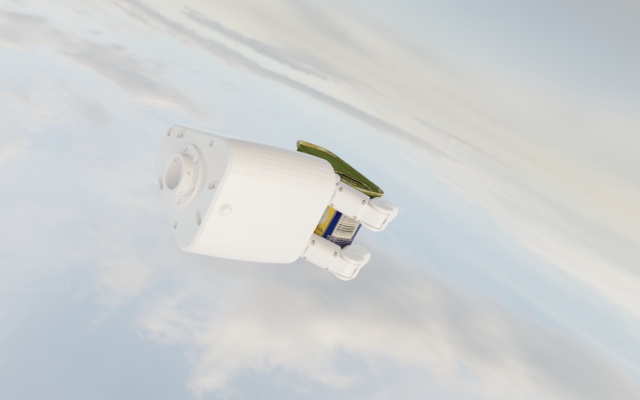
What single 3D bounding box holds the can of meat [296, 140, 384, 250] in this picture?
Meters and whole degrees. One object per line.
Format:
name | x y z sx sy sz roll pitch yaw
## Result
can of meat | 0.000 0.002 0.475 0.057 0.084 0.102 10 24 -47
